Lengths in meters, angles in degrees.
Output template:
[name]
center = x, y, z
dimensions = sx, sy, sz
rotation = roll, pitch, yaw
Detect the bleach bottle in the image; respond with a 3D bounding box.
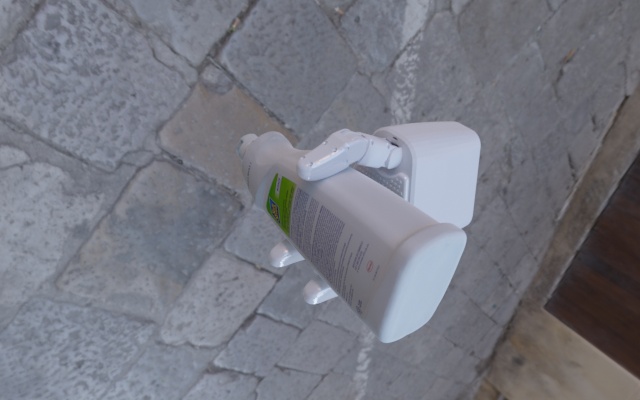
[bleach bottle]
center = 0.000, 0.001, 0.417
dimensions = 0.068, 0.103, 0.250
rotation = -13, 40, -37
